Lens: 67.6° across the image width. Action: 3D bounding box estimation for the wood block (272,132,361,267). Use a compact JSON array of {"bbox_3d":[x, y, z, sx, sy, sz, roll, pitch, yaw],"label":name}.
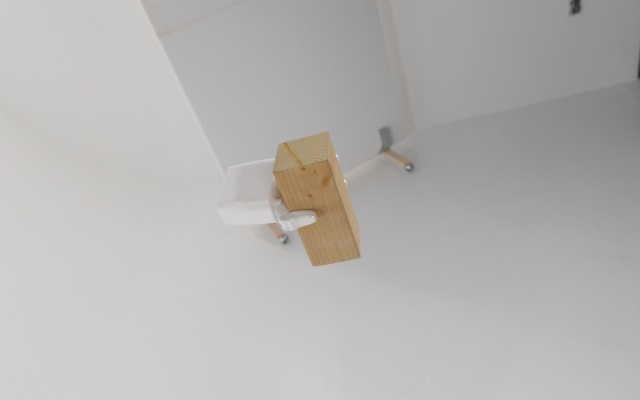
[{"bbox_3d":[0.000,0.003,0.805,0.090,0.206,0.090,-12,35,12],"label":"wood block"}]
